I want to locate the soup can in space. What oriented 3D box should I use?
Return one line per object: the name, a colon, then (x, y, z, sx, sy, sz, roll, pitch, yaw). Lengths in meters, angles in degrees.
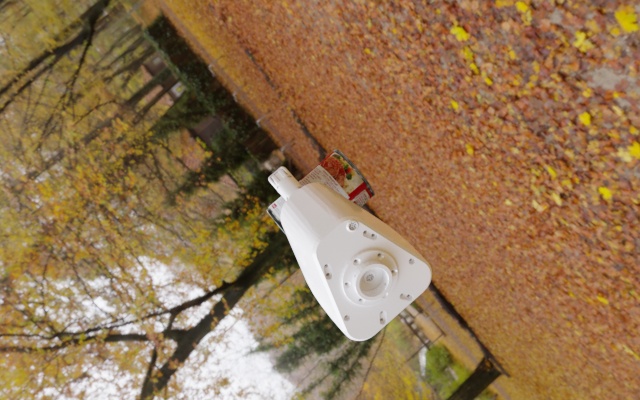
soup can: (0.000, 0.002, 0.529, 0.102, 0.068, 0.068, -41, 2, -3)
